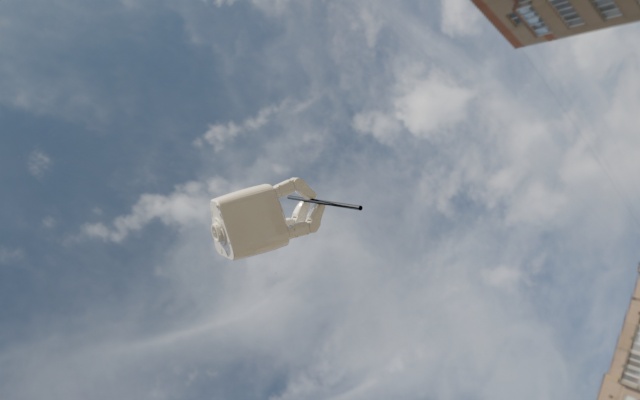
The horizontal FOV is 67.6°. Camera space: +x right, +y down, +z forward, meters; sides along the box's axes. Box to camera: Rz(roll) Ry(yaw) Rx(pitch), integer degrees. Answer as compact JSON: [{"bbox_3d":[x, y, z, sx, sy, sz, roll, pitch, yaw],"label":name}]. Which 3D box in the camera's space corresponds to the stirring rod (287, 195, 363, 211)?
[{"bbox_3d":[0.000,0.003,0.863,0.011,0.011,0.239,0,4,-32],"label":"stirring rod"}]
